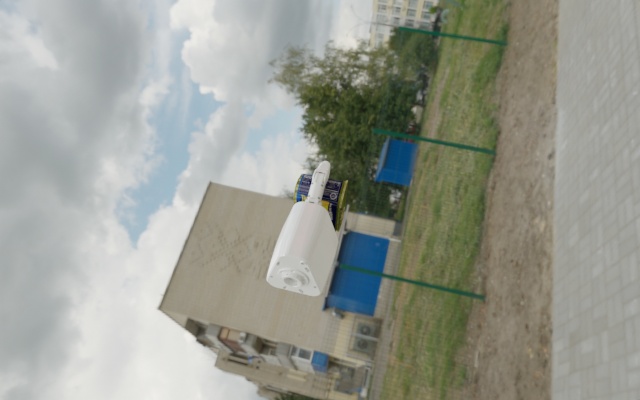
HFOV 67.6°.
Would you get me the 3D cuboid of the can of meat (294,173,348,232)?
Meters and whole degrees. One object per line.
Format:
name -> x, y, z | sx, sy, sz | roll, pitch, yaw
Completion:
can of meat -> 0.000, 0.003, 0.840 | 0.084, 0.057, 0.102 | 12, -36, 7
